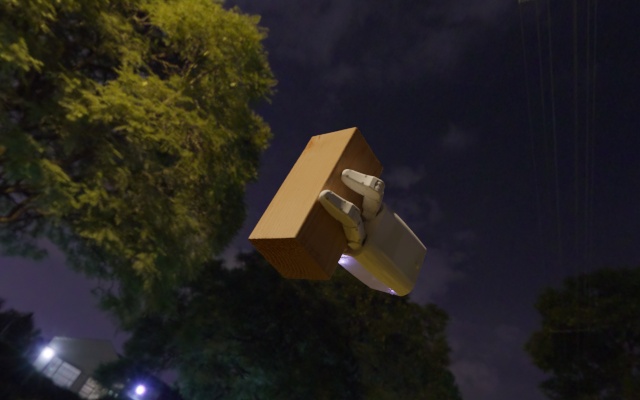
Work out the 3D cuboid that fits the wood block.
[{"bbox_3d":[0.000,0.002,0.681,0.091,0.206,0.090,-7,-47,41],"label":"wood block"}]
